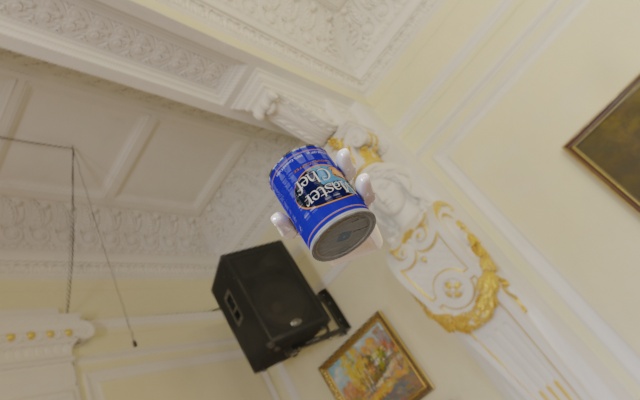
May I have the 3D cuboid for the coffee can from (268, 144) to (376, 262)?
[{"bbox_3d":[0.000,0.002,0.691,0.103,0.140,0.103,-24,-34,-17],"label":"coffee can"}]
